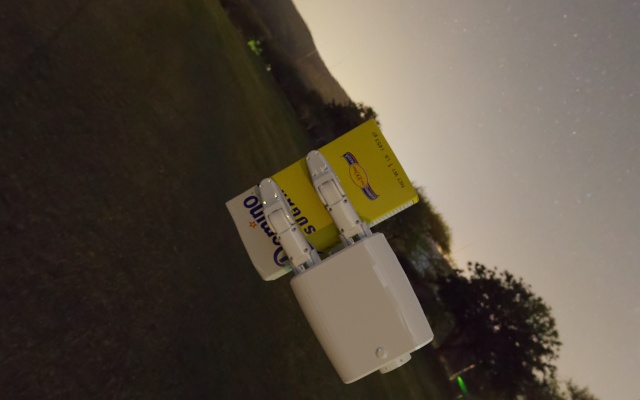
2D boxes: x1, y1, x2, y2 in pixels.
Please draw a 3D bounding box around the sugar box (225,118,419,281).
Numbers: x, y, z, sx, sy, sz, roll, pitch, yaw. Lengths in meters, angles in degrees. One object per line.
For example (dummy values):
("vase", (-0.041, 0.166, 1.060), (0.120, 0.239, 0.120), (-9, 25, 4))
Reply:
("sugar box", (0.000, 0.002, 0.488), (0.176, 0.093, 0.048), (-30, -13, 5))
